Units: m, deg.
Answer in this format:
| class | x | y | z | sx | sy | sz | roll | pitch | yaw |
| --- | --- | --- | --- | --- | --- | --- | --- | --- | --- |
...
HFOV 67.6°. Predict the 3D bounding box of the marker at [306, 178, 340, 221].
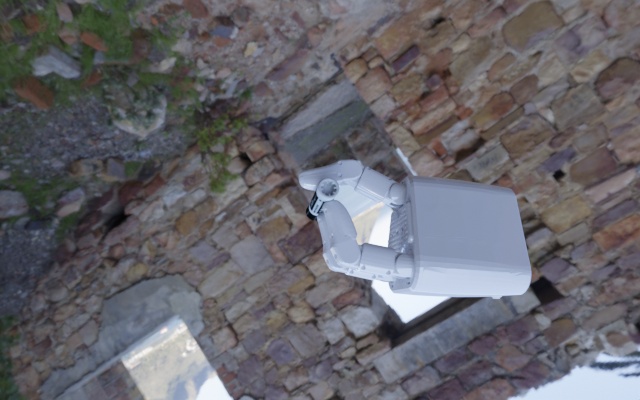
| class | x | y | z | sx | sy | sz | roll | pitch | yaw |
| --- | --- | --- | --- | --- | --- | --- | --- | --- | --- |
| marker | 0.000 | 0.002 | 0.468 | 0.020 | 0.020 | 0.121 | 0 | -12 | -7 |
